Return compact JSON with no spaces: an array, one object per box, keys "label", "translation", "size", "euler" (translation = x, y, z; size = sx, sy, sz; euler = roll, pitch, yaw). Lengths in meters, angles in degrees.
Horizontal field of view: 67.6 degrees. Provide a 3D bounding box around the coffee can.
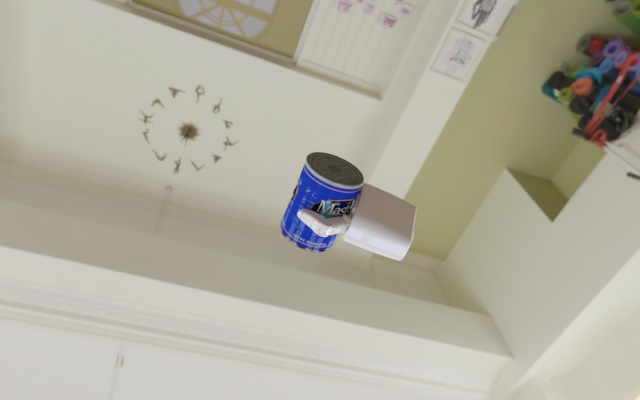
[{"label":"coffee can","translation":[0.000,0.003,0.819],"size":[0.103,0.140,0.102],"euler":[18,29,-10]}]
